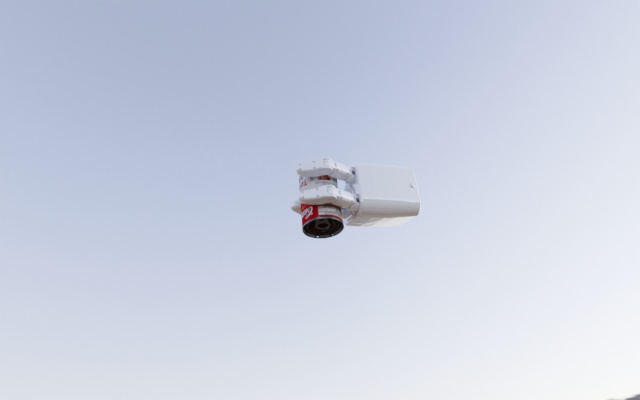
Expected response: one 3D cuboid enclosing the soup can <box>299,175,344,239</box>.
[{"bbox_3d":[0.000,0.002,0.791,0.068,0.102,0.068,-4,-32,-3],"label":"soup can"}]
